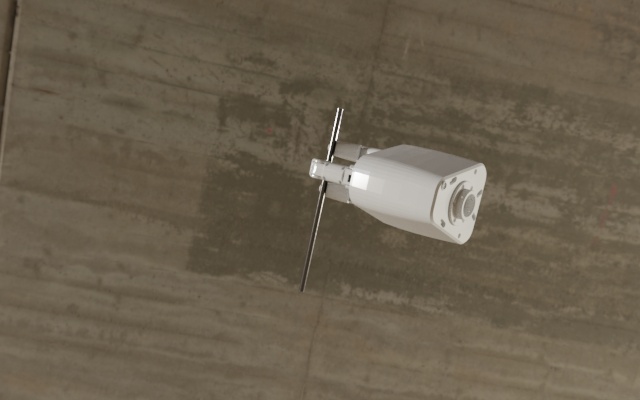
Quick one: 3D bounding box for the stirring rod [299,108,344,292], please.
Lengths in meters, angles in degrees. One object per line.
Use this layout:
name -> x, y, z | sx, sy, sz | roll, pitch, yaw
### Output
stirring rod -> 0.000, 0.002, 0.613 | 0.011, 0.239, 0.011 | 12, 7, -2
